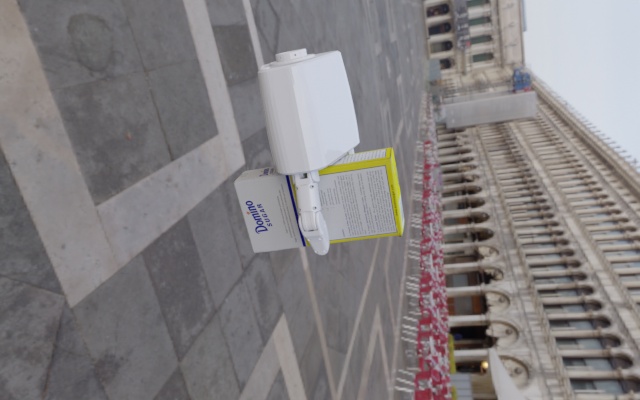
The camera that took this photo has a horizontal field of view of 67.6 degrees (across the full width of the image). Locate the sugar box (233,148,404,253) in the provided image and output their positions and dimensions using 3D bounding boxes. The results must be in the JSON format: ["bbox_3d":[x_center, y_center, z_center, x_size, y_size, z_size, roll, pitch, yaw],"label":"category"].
[{"bbox_3d":[0.000,0.001,0.538,0.176,0.093,0.048,-6,21,15],"label":"sugar box"}]
